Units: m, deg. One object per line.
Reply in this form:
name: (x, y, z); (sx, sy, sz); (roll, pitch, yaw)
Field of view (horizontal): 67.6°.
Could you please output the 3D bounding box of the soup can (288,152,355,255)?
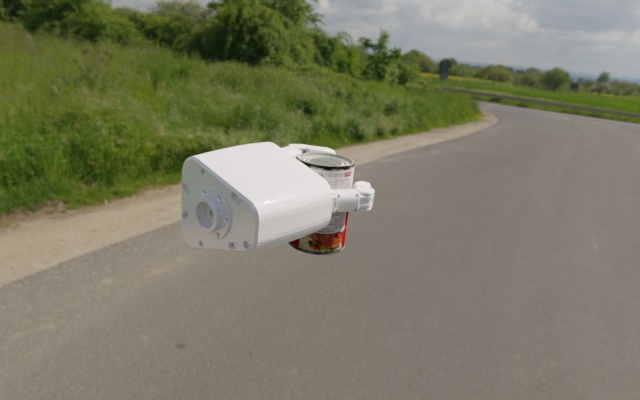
soup can: (0.001, 0.001, 0.545); (0.068, 0.102, 0.068); (5, 18, -2)
